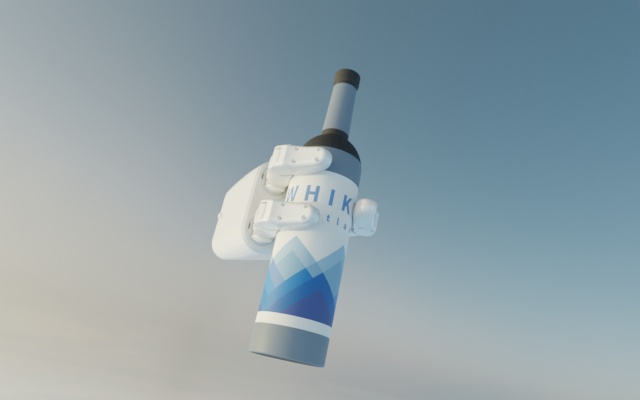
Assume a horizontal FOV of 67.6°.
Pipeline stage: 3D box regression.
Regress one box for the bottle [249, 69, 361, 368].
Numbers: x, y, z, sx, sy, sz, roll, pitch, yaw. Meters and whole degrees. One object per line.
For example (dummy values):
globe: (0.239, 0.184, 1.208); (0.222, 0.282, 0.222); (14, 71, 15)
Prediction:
bottle: (0.000, 0.002, 0.459); (0.069, 0.295, 0.069); (11, -21, 4)
